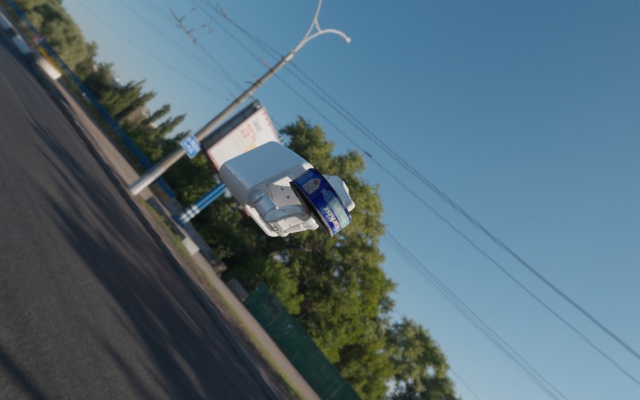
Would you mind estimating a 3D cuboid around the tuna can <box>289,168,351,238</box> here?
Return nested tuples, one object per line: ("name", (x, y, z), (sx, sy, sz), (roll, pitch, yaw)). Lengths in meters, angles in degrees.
("tuna can", (0.001, 0.002, 0.590), (0.034, 0.086, 0.086), (-37, 6, -8))
